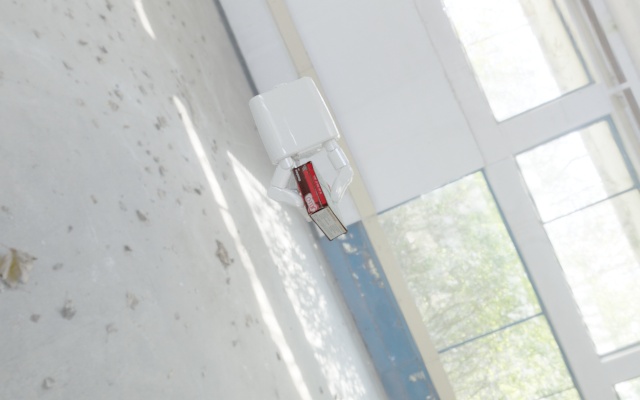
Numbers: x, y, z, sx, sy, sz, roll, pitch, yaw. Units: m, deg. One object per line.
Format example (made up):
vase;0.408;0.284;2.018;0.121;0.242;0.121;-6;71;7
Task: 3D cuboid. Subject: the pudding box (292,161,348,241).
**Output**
pudding box;0.000;0.002;0.759;0.039;0.090;0.113;-25;-31;9
